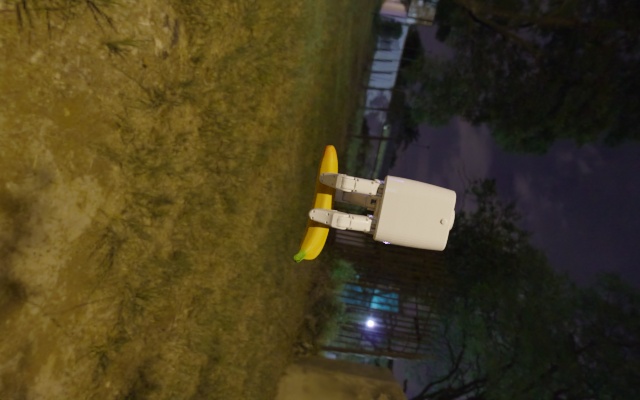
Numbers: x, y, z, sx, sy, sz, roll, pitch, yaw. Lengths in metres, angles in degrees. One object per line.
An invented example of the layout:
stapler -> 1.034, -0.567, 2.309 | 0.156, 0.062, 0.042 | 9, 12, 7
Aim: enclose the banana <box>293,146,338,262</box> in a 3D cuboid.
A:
banana -> 0.001, 0.012, 0.761 | 0.037, 0.197, 0.070 | 11, -19, 8
